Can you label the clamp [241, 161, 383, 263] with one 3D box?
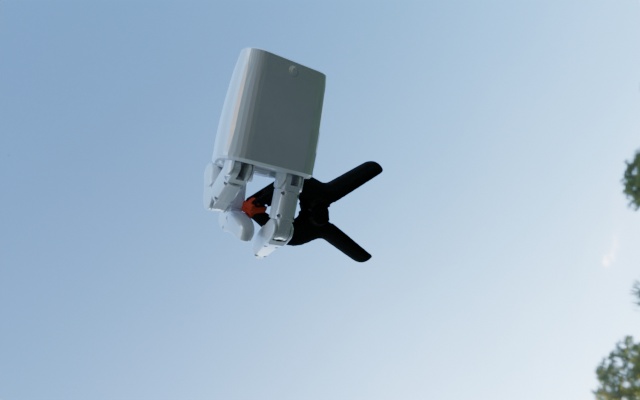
[{"bbox_3d":[0.000,0.002,0.533,0.171,0.120,0.039,13,-4,-33],"label":"clamp"}]
